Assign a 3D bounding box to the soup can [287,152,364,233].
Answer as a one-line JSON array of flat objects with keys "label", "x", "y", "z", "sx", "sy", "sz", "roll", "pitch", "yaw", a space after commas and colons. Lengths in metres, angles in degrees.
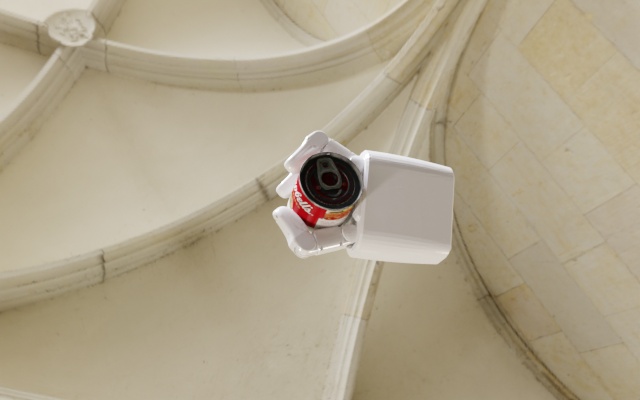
[{"label": "soup can", "x": 0.000, "y": 0.002, "z": 0.526, "sx": 0.068, "sy": 0.068, "sz": 0.102, "roll": 0, "pitch": -27, "yaw": -15}]
